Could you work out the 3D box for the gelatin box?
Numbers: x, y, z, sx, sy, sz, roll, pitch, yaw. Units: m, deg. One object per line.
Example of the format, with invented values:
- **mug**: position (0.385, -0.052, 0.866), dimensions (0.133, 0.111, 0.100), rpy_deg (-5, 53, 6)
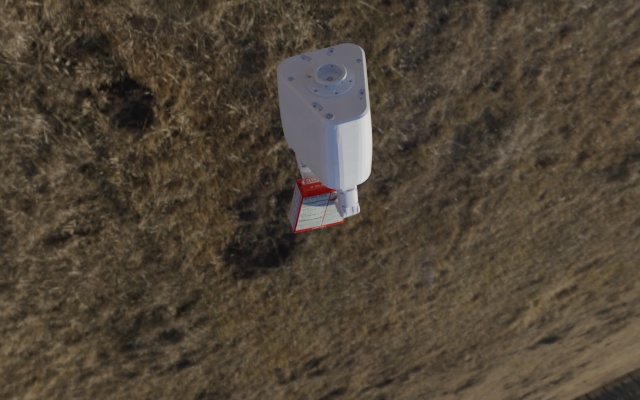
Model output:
- **gelatin box**: position (0.000, 0.003, 0.628), dimensions (0.073, 0.030, 0.089), rpy_deg (-11, -33, -19)
